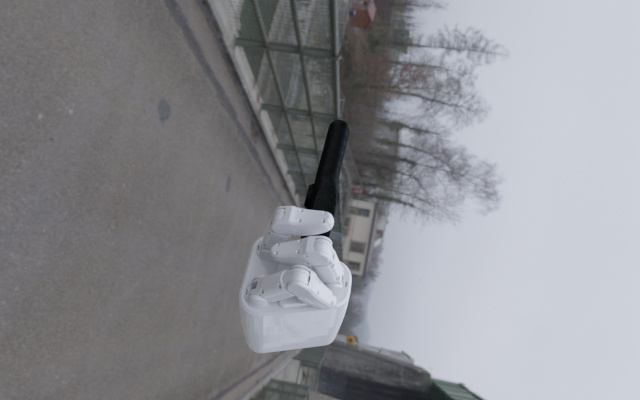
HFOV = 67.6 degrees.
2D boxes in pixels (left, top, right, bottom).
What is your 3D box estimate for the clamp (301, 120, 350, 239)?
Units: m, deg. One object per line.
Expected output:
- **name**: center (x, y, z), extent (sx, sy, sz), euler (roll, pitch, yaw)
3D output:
- **clamp**: center (0.001, 0.002, 0.546), extent (0.039, 0.171, 0.120), euler (13, -40, 2)
